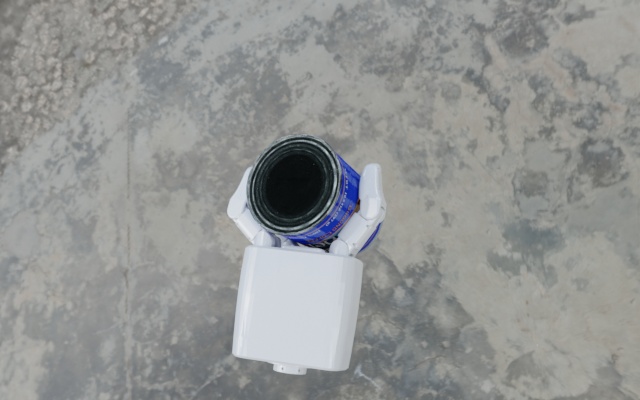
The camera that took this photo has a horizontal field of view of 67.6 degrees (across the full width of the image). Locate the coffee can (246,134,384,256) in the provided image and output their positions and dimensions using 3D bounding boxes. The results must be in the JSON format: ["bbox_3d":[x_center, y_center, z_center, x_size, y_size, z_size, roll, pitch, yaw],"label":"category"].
[{"bbox_3d":[0.000,0.002,0.517,0.103,0.102,0.140,0,-15,24],"label":"coffee can"}]
